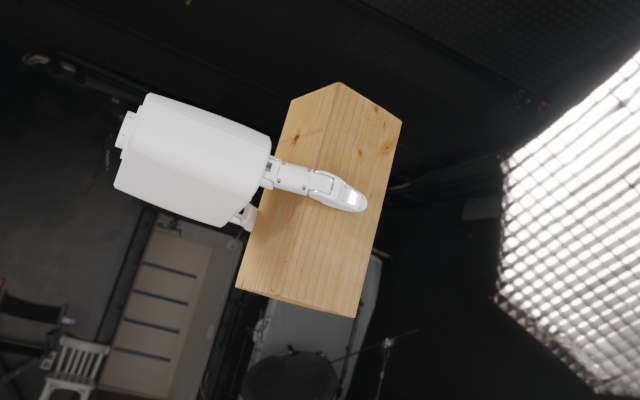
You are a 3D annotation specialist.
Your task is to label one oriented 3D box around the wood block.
[{"bbox_3d":[0.000,0.001,0.480,0.090,0.206,0.091,24,-16,-33],"label":"wood block"}]
